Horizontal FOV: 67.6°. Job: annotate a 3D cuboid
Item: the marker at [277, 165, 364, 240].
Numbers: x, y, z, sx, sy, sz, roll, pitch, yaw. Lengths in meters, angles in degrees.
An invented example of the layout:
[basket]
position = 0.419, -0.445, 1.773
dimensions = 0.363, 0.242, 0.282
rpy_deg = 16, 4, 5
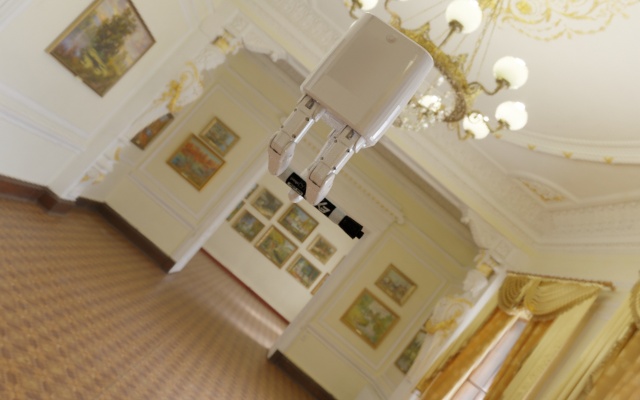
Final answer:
[marker]
position = 0.000, 0.002, 0.537
dimensions = 0.121, 0.020, 0.020
rpy_deg = 40, 9, 11
